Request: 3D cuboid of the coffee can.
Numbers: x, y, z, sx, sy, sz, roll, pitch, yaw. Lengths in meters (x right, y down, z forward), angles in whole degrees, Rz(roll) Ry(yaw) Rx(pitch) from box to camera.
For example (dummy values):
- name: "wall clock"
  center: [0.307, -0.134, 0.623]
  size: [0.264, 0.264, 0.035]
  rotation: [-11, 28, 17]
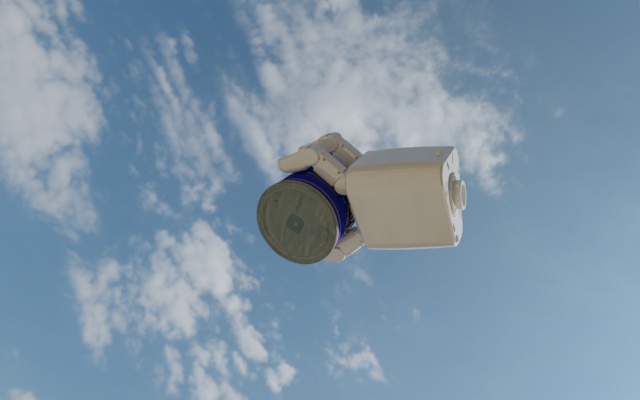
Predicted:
- name: "coffee can"
  center: [0.000, 0.002, 0.597]
  size: [0.103, 0.103, 0.140]
  rotation: [0, 21, 27]
